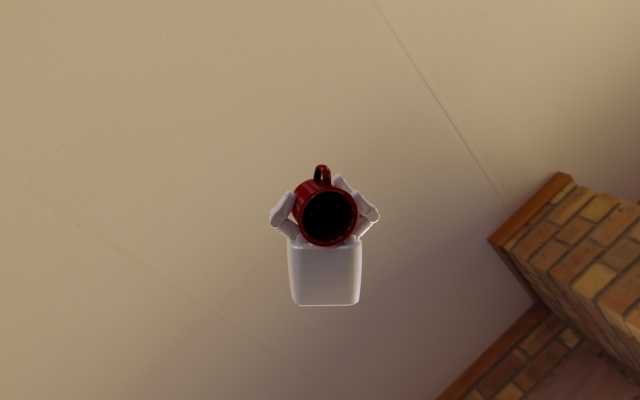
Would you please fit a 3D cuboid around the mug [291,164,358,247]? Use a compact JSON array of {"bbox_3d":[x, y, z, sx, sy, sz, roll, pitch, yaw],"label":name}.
[{"bbox_3d":[0.000,0.001,0.730,0.093,0.117,0.081,-6,18,-16],"label":"mug"}]
